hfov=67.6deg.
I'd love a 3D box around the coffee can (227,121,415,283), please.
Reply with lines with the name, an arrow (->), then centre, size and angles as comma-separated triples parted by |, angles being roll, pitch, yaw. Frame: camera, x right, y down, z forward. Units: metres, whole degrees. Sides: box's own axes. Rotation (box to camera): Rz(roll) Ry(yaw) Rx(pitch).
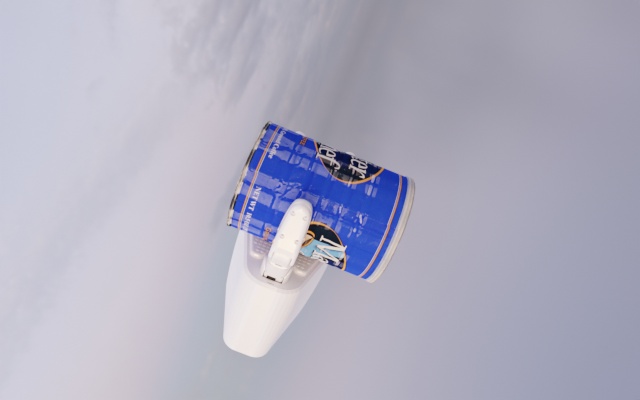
coffee can -> 0.000, 0.001, 0.435 | 0.140, 0.103, 0.103 | 22, -1, -3
